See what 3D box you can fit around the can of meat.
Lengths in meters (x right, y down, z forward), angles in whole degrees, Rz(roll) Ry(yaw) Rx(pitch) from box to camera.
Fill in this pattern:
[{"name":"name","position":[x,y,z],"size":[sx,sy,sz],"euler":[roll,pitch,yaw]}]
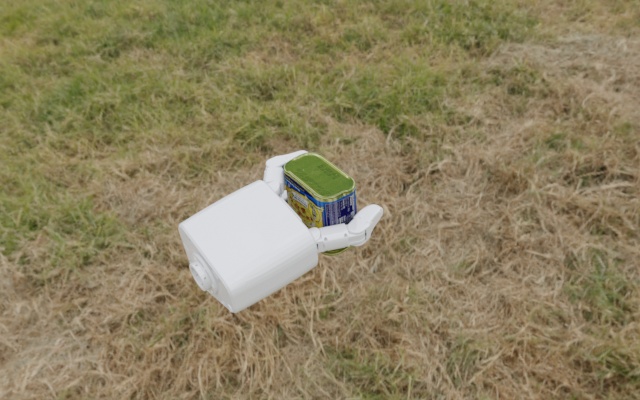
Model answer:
[{"name":"can of meat","position":[0.000,0.002,0.568],"size":[0.057,0.084,0.102],"euler":[-27,43,-25]}]
